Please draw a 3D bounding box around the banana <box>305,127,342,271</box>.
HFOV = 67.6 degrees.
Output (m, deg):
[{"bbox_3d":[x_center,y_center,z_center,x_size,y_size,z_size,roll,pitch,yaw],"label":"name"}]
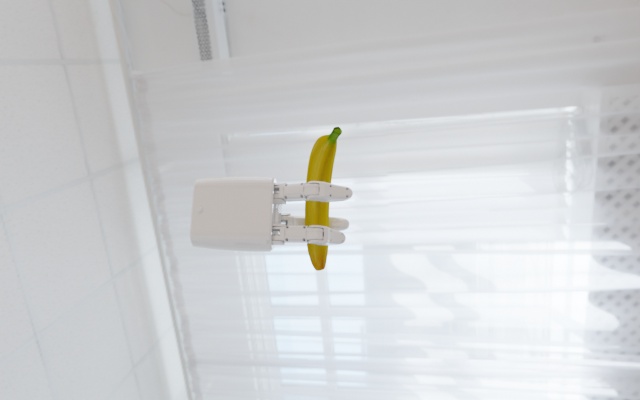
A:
[{"bbox_3d":[-0.002,-0.005,0.664,0.037,0.198,0.069,4,11,-7],"label":"banana"}]
